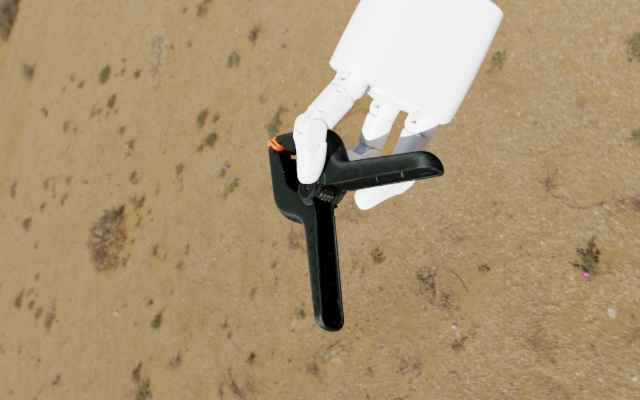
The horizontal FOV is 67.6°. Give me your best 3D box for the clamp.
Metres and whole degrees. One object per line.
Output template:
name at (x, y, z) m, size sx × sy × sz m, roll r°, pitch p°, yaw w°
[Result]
clamp at (-0.001, 0.001, 0.434) m, size 0.036 × 0.164 × 0.210 m, roll 19°, pitch 13°, yaw -39°
